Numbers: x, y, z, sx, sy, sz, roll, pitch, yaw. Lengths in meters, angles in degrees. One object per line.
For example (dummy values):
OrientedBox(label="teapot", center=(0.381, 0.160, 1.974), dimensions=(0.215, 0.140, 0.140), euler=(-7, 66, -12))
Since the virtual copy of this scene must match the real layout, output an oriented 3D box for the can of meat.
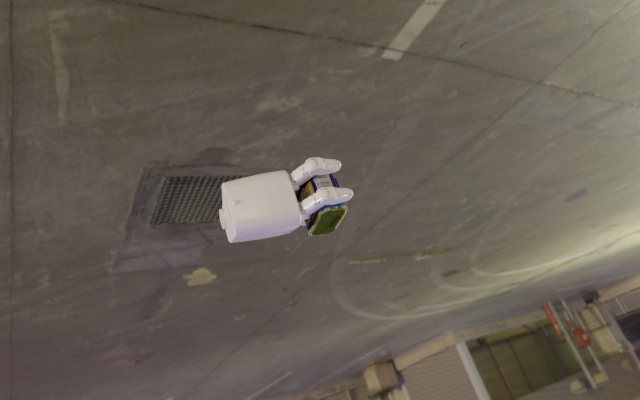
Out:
OrientedBox(label="can of meat", center=(0.000, 0.003, 0.803), dimensions=(0.057, 0.084, 0.102), euler=(-9, -27, -22))
